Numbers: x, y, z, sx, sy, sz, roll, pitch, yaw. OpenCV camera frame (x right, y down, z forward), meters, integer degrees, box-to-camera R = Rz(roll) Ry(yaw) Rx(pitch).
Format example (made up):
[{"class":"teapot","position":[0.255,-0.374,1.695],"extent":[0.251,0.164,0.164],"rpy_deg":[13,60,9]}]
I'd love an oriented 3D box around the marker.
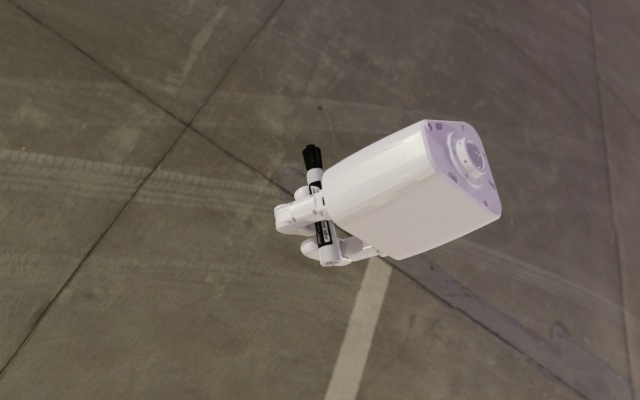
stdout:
[{"class":"marker","position":[0.000,0.001,0.451],"extent":[0.020,0.121,0.020],"rpy_deg":[-9,-21,-3]}]
